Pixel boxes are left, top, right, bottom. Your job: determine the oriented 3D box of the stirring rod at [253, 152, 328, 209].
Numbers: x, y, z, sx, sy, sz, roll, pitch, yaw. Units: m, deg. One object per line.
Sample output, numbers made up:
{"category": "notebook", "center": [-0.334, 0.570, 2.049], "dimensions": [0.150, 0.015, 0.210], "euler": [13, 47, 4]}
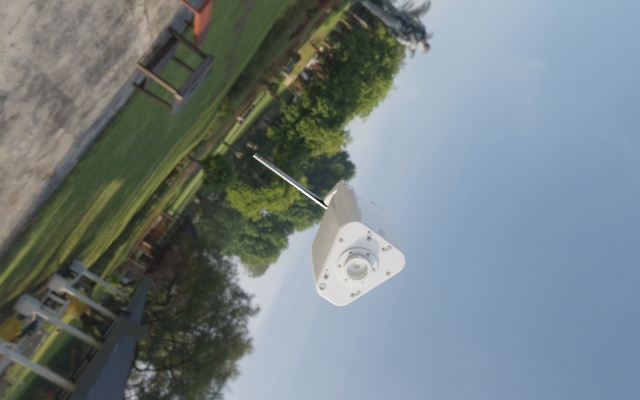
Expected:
{"category": "stirring rod", "center": [0.000, 0.002, 0.713], "dimensions": [0.239, 0.011, 0.011], "euler": [36, -9, -13]}
